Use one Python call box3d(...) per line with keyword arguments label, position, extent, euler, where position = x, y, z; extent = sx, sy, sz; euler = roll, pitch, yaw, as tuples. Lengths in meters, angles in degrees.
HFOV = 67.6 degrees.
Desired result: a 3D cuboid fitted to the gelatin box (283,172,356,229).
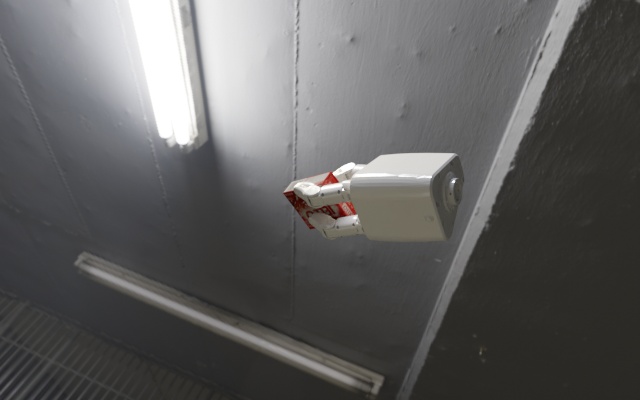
box3d(label="gelatin box", position=(0.000, 0.002, 0.681), extent=(0.089, 0.073, 0.030), euler=(-11, 32, 46))
